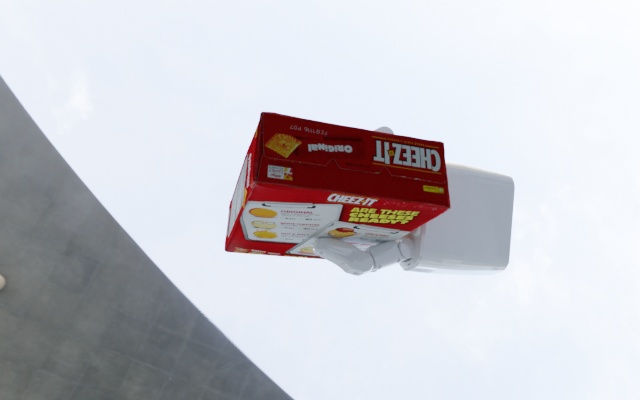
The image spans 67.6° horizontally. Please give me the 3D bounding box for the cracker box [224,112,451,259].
[{"bbox_3d":[0.000,0.002,0.472,0.164,0.072,0.214,7,-21,-15],"label":"cracker box"}]
